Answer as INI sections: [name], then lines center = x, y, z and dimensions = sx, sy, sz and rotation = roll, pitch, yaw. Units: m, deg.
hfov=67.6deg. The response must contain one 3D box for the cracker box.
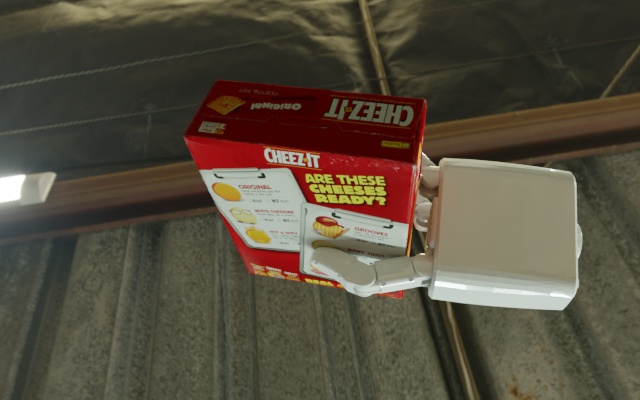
[cracker box]
center = 0.000, 0.002, 0.417
dimensions = 0.164, 0.072, 0.214
rotation = 8, -34, 12
